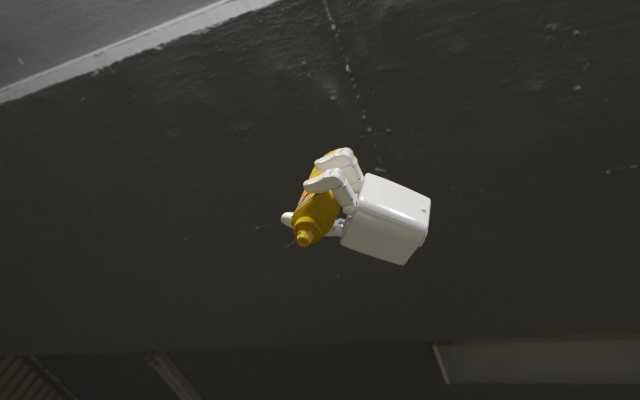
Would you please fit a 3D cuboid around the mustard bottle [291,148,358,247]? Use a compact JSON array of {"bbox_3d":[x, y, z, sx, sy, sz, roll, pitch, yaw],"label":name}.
[{"bbox_3d":[0.000,0.002,0.725,0.096,0.058,0.191,-40,17,36],"label":"mustard bottle"}]
